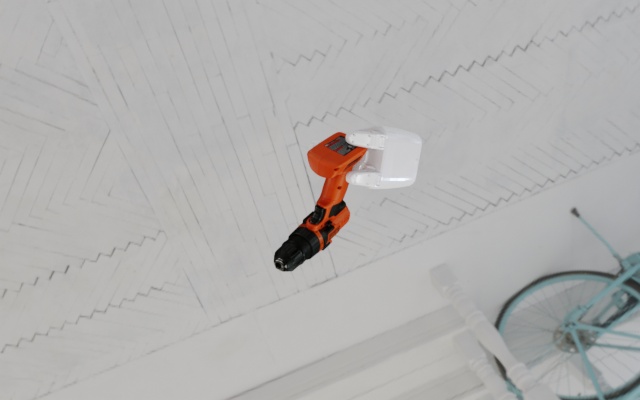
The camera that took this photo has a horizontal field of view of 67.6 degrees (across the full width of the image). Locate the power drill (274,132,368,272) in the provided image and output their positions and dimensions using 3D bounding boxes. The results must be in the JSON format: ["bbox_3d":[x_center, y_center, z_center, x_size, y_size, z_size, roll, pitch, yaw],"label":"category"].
[{"bbox_3d":[0.000,0.002,0.719,0.057,0.188,0.184,29,39,17],"label":"power drill"}]
